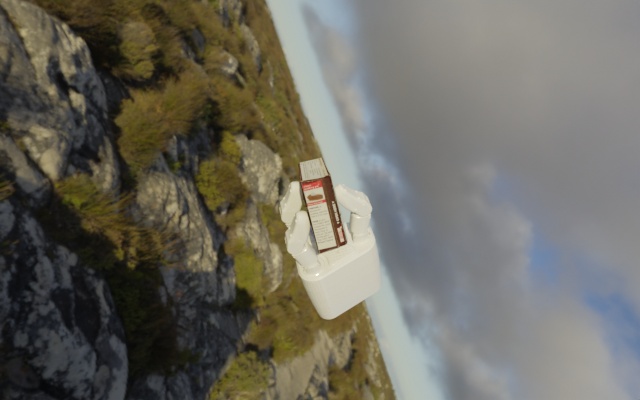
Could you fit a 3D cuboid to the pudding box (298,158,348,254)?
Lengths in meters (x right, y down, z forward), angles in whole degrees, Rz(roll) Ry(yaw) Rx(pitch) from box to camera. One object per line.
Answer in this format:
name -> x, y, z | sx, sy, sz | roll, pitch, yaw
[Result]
pudding box -> 0.000, 0.002, 0.586 | 0.039, 0.090, 0.113 | -16, 15, -2
